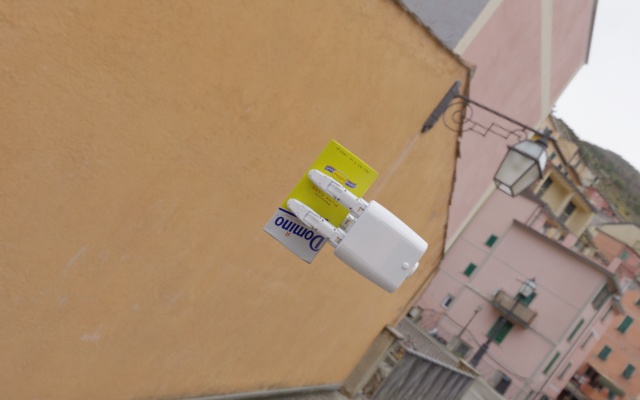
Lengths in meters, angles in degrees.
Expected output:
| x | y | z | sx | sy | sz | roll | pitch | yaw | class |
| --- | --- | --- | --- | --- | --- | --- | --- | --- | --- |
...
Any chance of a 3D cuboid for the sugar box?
| x | y | z | sx | sy | sz | roll | pitch | yaw | class |
| --- | --- | --- | --- | --- | --- | --- | --- | --- | --- |
| 0.000 | 0.002 | 0.743 | 0.093 | 0.176 | 0.048 | 37 | -2 | 1 | sugar box |
